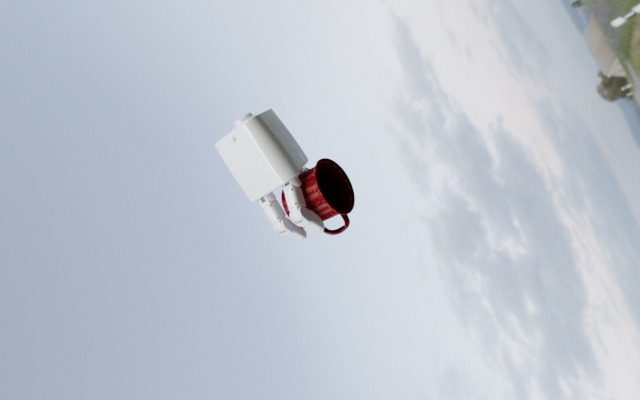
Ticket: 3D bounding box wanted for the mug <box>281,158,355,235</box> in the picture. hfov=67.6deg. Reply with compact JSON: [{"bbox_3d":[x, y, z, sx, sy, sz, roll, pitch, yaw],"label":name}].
[{"bbox_3d":[0.001,0.004,0.746,0.081,0.117,0.093,-27,12,34],"label":"mug"}]
